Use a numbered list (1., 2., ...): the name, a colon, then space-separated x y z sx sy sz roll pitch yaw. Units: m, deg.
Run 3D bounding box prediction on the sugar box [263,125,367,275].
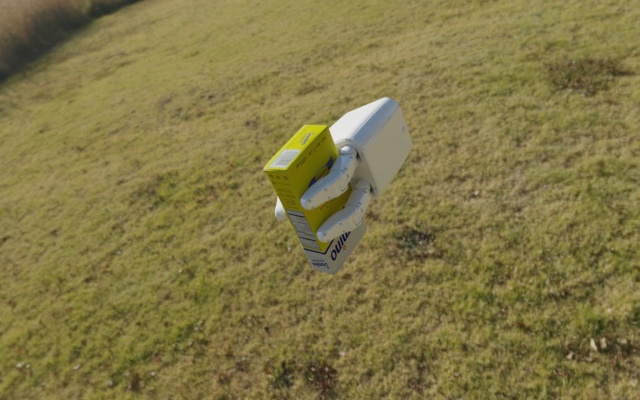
1. sugar box: 0.001 0.002 0.612 0.048 0.176 0.093 7 46 40
